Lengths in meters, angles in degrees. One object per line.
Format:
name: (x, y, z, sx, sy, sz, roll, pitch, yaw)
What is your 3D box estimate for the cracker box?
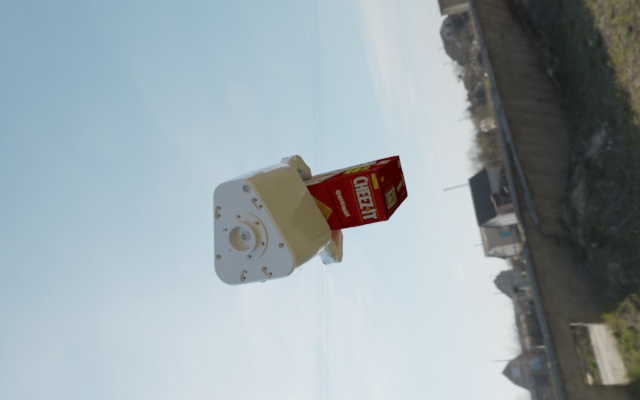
cracker box: (0.000, 0.002, 0.654, 0.214, 0.072, 0.164, -12, 7, 21)
